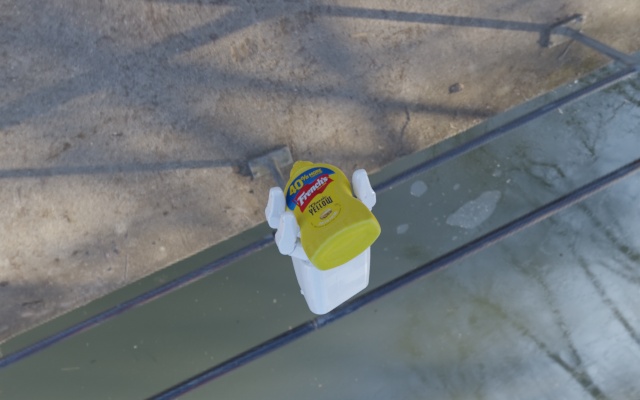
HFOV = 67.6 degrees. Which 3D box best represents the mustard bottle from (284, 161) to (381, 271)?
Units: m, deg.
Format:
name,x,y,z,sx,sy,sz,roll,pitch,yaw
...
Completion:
name,x,y,z,sx,sy,sz,roll,pitch,yaw
mustard bottle,0.000,0.002,0.647,0.096,0.058,0.191,-35,41,4
